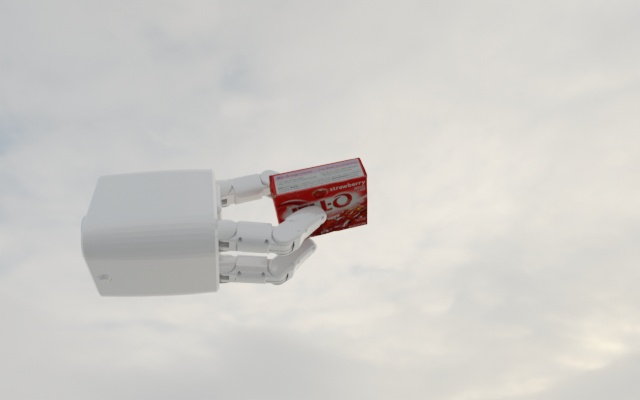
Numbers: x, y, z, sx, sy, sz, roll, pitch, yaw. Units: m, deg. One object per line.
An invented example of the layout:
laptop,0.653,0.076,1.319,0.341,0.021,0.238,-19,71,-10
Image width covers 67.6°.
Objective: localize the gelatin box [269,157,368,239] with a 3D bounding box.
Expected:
gelatin box,0.000,0.001,0.458,0.089,0.030,0.073,-13,-40,-4
